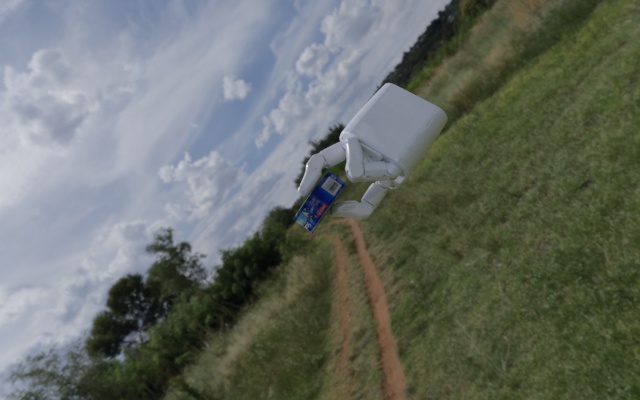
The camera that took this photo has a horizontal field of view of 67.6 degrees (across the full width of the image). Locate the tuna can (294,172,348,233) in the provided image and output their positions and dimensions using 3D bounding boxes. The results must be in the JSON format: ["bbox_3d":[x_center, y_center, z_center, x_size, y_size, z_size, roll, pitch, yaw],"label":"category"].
[{"bbox_3d":[0.000,0.002,0.672,0.034,0.086,0.086,36,1,1],"label":"tuna can"}]
